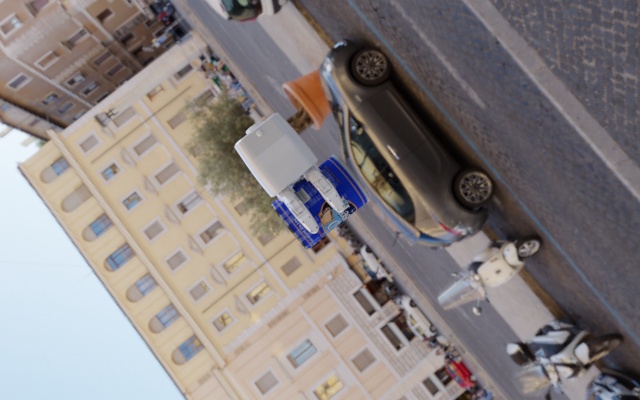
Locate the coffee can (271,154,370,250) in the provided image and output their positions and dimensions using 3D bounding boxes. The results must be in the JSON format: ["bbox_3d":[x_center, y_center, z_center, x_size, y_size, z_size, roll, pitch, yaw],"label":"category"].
[{"bbox_3d":[0.000,0.003,0.825,0.140,0.103,0.103,-38,2,-3],"label":"coffee can"}]
